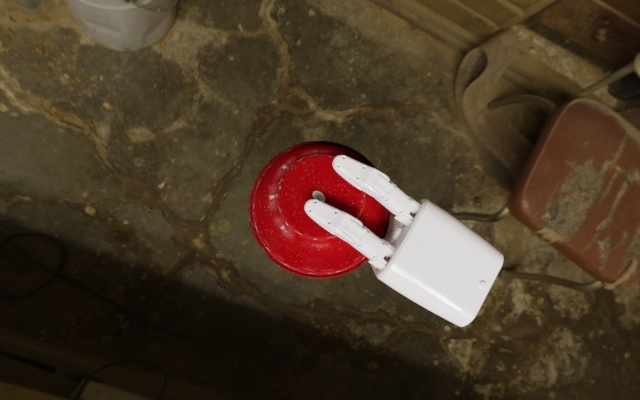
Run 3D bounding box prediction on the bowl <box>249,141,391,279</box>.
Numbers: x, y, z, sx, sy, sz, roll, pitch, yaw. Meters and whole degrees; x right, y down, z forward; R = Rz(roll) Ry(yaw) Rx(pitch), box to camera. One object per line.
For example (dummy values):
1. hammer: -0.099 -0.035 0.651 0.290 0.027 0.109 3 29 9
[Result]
1. bowl: -0.001 0.001 0.519 0.162 0.162 0.055 0 -14 -1
